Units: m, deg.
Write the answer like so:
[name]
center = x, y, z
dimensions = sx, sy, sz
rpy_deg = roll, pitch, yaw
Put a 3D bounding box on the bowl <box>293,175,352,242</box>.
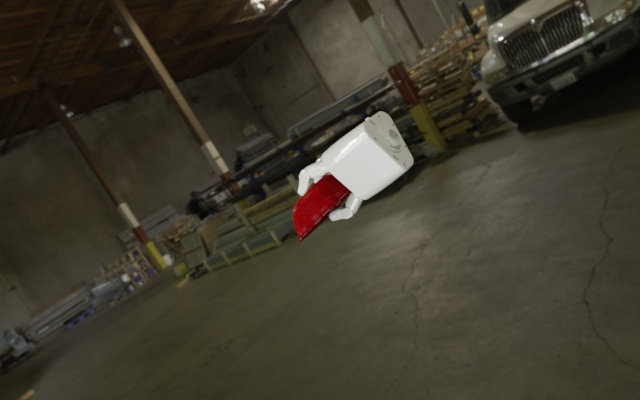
[bowl]
center = -0.001, 0.003, 0.886
dimensions = 0.162, 0.055, 0.162
rpy_deg = -45, -4, -4
